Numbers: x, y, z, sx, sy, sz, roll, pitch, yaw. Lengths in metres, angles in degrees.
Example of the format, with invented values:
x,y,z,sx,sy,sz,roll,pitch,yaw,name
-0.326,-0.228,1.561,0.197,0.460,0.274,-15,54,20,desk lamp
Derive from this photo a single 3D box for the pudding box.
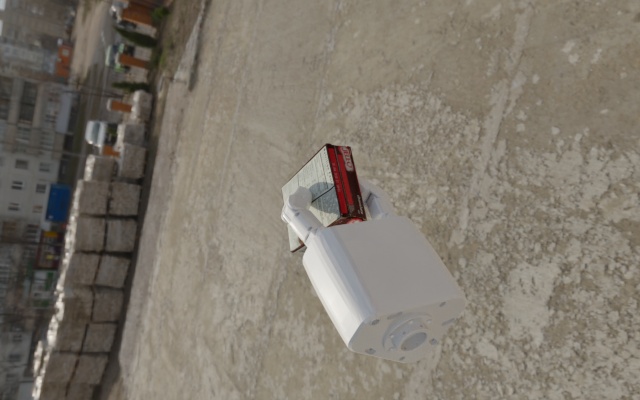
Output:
x,y,z,sx,sy,sz,roll,pitch,yaw,name
0.000,0.002,0.541,0.039,0.090,0.113,7,-28,-33,pudding box
